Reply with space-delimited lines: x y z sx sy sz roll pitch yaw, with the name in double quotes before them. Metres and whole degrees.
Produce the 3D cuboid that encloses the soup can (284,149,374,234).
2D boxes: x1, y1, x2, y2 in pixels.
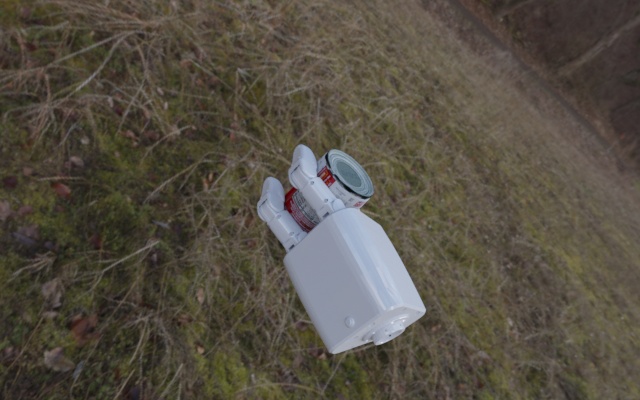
"soup can" 0.000 0.001 0.523 0.102 0.068 0.068 -44 -24 28
